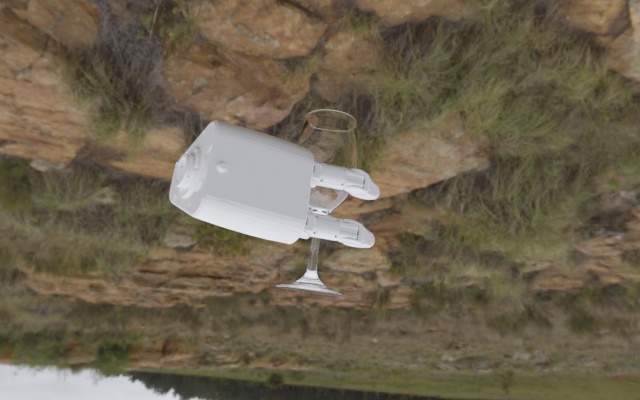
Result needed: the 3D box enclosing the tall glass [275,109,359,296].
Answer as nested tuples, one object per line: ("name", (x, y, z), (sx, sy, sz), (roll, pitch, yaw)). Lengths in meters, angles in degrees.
("tall glass", (0.000, 0.002, 0.539), (0.079, 0.201, 0.079), (7, -14, 2))
